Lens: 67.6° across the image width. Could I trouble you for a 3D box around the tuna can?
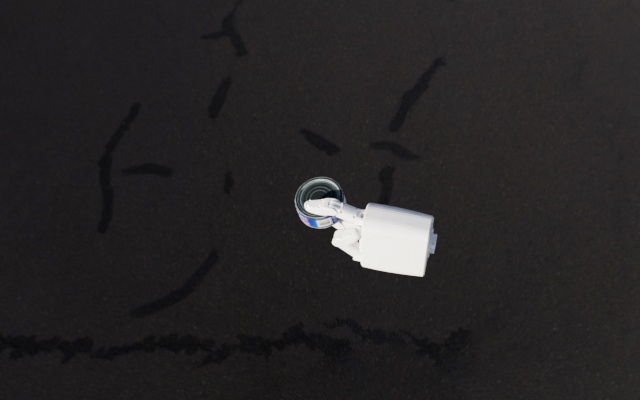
[{"bbox_3d":[0.000,0.002,0.813,0.086,0.086,0.034,0,-31,13],"label":"tuna can"}]
